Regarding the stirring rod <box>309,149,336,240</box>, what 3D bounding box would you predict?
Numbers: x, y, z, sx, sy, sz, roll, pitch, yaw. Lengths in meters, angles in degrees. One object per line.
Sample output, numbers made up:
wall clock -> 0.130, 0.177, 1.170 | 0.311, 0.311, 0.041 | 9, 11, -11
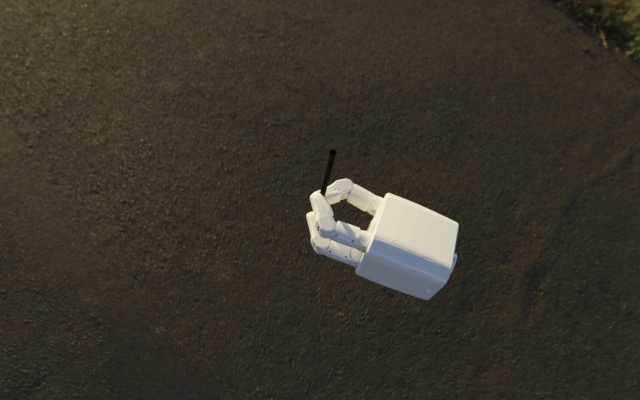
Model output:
stirring rod -> 0.000, 0.002, 0.641 | 0.011, 0.011, 0.240 | 0, -28, -7
